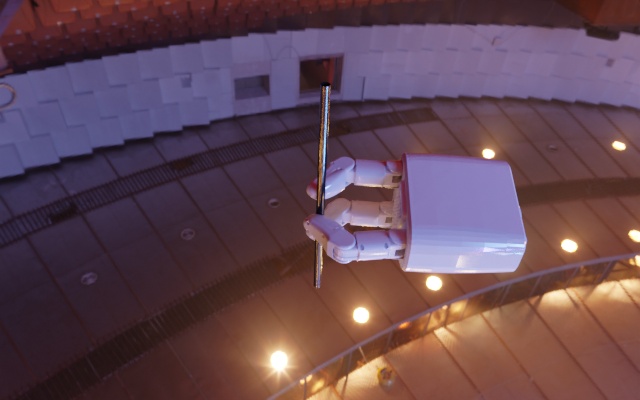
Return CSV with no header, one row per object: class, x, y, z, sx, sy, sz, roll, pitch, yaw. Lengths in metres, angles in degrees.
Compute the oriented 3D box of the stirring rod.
stirring rod,0.000,0.001,0.448,0.011,0.240,0.011,1,40,-1
